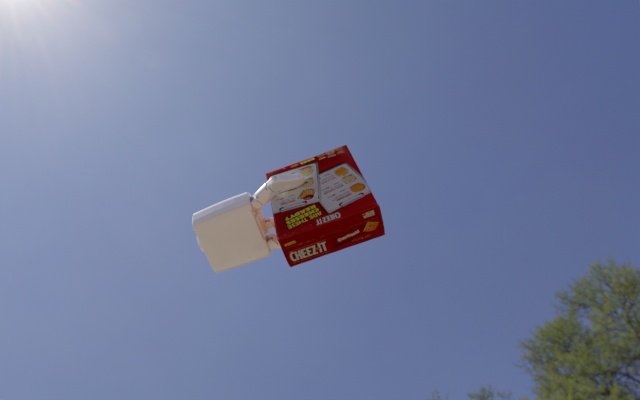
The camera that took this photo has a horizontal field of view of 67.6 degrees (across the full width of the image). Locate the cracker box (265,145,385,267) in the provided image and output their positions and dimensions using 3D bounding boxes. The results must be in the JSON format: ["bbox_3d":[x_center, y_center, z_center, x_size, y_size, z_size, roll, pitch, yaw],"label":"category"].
[{"bbox_3d":[0.000,0.002,0.821,0.164,0.072,0.213,-19,34,0],"label":"cracker box"}]
